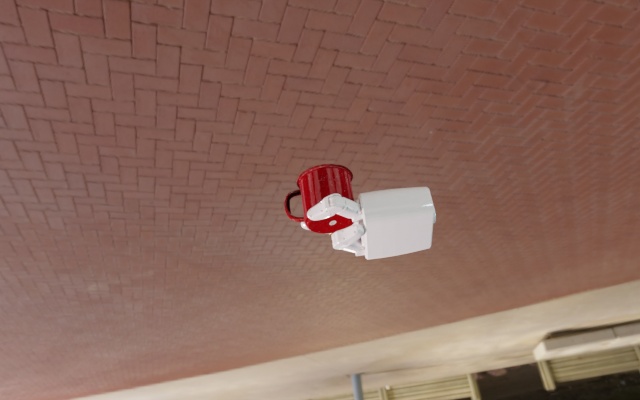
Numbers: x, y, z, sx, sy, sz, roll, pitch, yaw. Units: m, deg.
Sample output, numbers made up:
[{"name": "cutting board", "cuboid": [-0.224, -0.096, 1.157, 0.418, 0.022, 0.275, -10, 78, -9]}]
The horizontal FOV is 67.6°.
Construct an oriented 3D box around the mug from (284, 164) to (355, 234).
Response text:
[{"name": "mug", "cuboid": [-0.001, 0.003, 0.760, 0.117, 0.081, 0.093, -9, -29, 2]}]
